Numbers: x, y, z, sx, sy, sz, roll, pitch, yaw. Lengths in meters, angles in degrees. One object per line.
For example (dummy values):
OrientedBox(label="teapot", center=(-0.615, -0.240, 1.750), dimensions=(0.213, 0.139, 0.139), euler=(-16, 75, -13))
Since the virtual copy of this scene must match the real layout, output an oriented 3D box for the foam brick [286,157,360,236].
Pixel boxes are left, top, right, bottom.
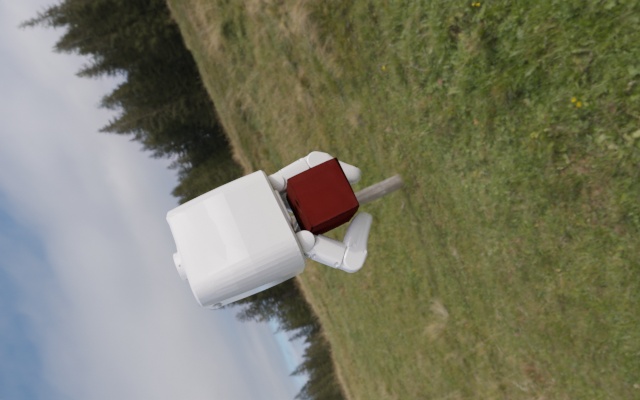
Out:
OrientedBox(label="foam brick", center=(0.000, 0.001, 0.469), dimensions=(0.051, 0.053, 0.078), euler=(-24, -12, -10))
